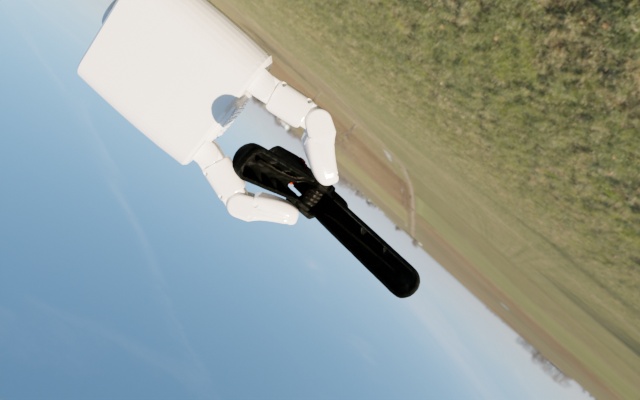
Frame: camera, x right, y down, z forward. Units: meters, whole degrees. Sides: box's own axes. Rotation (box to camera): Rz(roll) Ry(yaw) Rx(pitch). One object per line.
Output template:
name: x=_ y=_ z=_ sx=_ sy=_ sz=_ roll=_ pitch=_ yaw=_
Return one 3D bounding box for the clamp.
clamp: x=-0.001 y=0.002 z=0.413 sx=0.164 sy=0.036 sz=0.210 roll=40 pitch=5 yaw=-11
